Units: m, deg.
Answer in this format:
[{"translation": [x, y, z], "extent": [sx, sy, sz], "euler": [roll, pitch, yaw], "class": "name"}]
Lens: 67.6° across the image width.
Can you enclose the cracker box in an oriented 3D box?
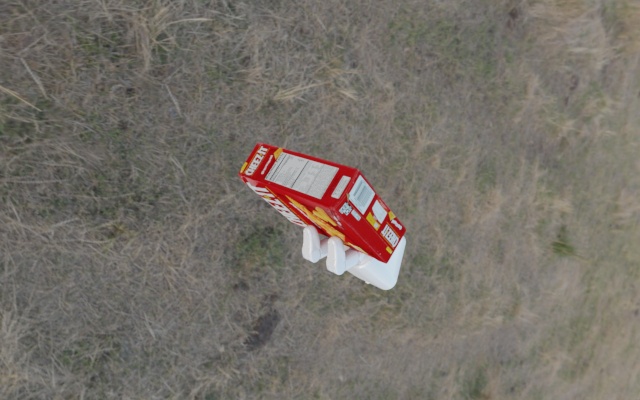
[{"translation": [0.000, 0.002, 0.719], "extent": [0.213, 0.072, 0.164], "euler": [19, -18, 43], "class": "cracker box"}]
